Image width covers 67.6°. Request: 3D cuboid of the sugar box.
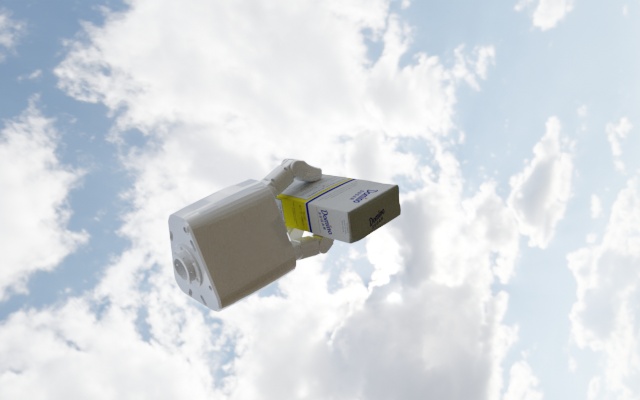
[{"bbox_3d":[0.000,0.002,0.587,0.176,0.048,0.093,15,31,43],"label":"sugar box"}]
